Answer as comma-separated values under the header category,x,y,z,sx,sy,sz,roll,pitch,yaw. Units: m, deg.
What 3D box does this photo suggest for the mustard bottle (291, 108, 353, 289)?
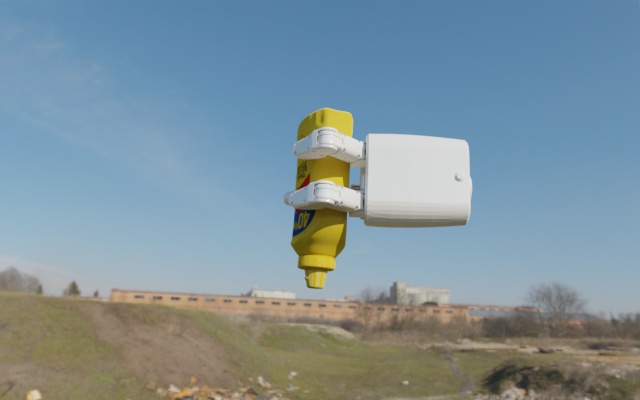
category,x,y,z,sx,sy,sz,roll,pitch,yaw
mustard bottle,0.000,0.001,0.536,0.058,0.191,0.096,8,-15,-20
